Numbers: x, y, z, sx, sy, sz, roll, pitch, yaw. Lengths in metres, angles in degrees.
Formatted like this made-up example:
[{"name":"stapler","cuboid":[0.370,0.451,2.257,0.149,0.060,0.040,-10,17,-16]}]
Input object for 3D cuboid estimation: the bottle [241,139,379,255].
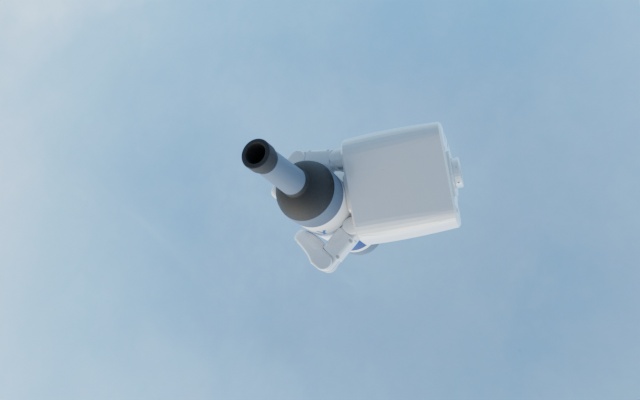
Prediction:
[{"name":"bottle","cuboid":[0.000,0.002,0.527,0.069,0.069,0.296,0,-16,23]}]
